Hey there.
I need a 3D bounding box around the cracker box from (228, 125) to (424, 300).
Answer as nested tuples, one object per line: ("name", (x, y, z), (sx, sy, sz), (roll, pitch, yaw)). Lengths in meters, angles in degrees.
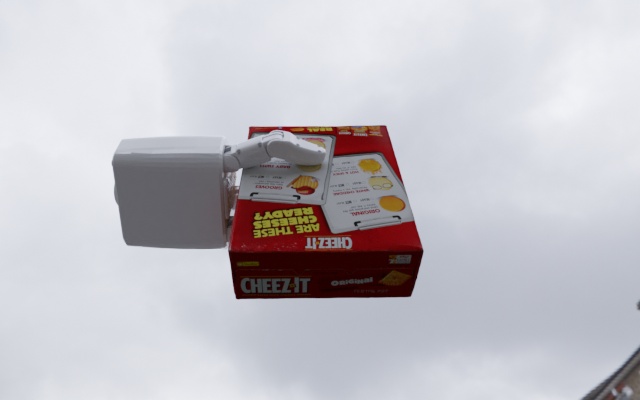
("cracker box", (0.000, 0.001, 0.493), (0.164, 0.072, 0.213), (-1, 38, -2))
